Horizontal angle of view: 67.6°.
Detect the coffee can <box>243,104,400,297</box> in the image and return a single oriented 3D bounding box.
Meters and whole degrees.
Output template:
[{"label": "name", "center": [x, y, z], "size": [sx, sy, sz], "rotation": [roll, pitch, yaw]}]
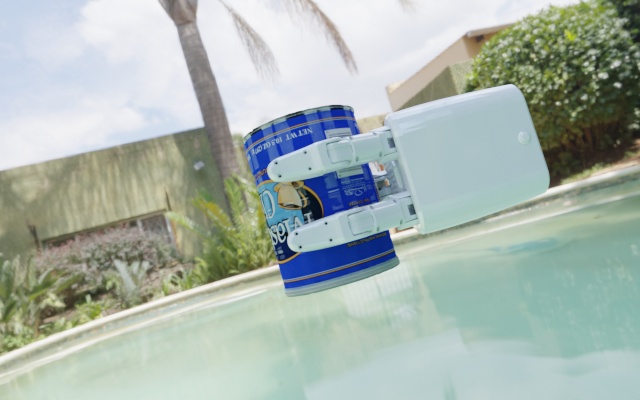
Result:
[{"label": "coffee can", "center": [0.000, 0.002, 0.418], "size": [0.103, 0.140, 0.103], "rotation": [-16, -4, -1]}]
